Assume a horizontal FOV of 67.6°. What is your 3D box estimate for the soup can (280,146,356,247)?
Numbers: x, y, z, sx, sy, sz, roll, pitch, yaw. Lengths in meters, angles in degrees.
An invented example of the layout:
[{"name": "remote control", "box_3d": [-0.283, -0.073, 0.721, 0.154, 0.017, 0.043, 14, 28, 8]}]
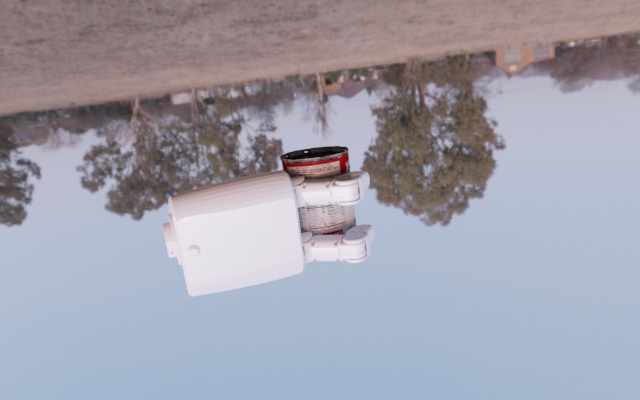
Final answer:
[{"name": "soup can", "box_3d": [0.001, 0.002, 0.479, 0.068, 0.102, 0.068, -7, 14, 2]}]
